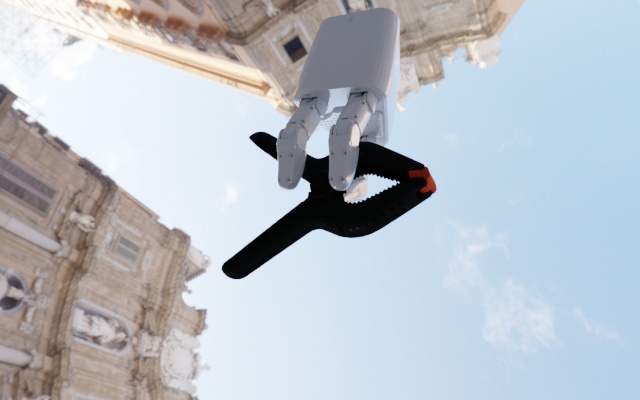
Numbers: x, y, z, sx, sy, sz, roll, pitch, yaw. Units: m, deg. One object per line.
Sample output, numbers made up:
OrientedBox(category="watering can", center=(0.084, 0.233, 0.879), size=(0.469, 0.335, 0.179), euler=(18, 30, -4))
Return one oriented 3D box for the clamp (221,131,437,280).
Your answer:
OrientedBox(category="clamp", center=(0.001, 0.002, 0.451), size=(0.210, 0.164, 0.036), euler=(1, -24, 29))
